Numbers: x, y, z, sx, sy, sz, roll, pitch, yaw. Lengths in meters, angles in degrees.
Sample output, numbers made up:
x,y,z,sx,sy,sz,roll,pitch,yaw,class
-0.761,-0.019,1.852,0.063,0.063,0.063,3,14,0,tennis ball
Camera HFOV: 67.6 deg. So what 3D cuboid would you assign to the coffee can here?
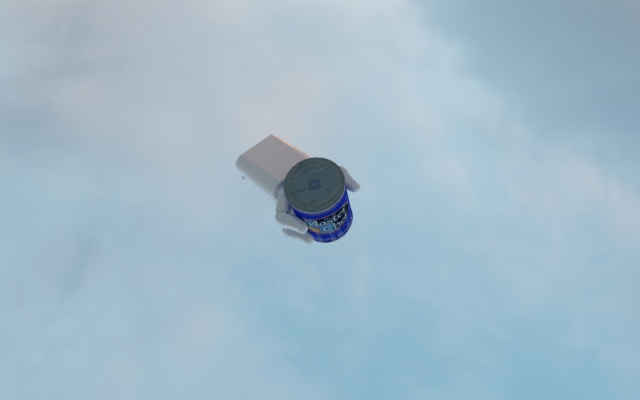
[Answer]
x,y,z,sx,sy,sz,roll,pitch,yaw,class
0.000,0.003,0.842,0.103,0.102,0.140,0,-26,10,coffee can
